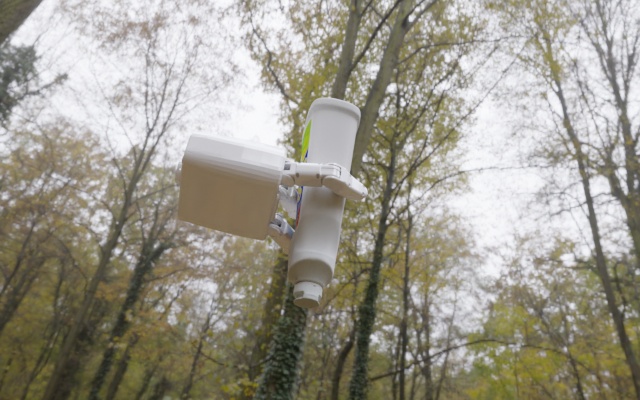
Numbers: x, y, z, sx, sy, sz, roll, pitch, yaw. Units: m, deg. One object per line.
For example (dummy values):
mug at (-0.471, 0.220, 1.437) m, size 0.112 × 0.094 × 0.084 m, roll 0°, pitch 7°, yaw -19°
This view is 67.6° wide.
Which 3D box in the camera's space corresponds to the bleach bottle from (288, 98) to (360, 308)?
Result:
bleach bottle at (0.000, 0.002, 0.571) m, size 0.068 × 0.250 × 0.103 m, roll 12°, pitch -34°, yaw -7°
